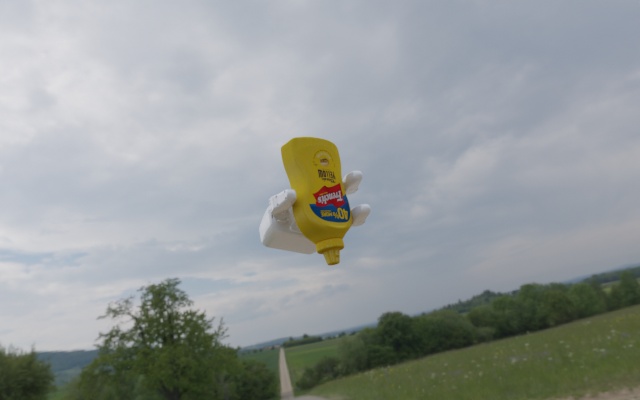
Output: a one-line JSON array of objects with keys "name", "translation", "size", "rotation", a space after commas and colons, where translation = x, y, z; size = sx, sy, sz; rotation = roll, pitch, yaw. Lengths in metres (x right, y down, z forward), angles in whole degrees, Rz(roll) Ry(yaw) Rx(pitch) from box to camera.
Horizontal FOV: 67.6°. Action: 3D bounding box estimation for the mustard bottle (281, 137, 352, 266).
[{"name": "mustard bottle", "translation": [0.000, 0.002, 0.713], "size": [0.096, 0.191, 0.058], "rotation": [5, -24, -42]}]
